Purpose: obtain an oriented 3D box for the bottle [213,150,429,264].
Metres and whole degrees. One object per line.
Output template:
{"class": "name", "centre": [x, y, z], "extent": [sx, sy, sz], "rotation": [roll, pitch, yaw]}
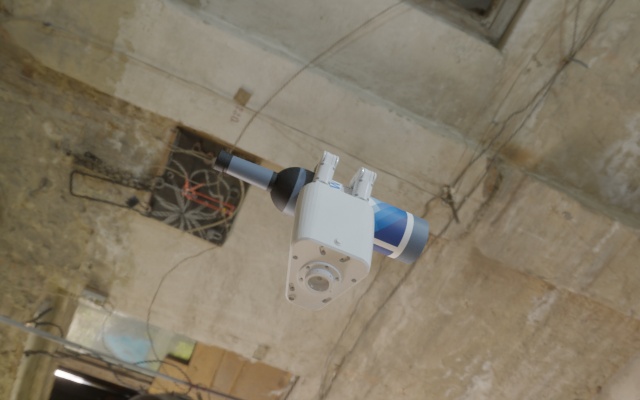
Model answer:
{"class": "bottle", "centre": [0.000, 0.002, 0.642], "extent": [0.296, 0.069, 0.069], "rotation": [23, -4, -9]}
